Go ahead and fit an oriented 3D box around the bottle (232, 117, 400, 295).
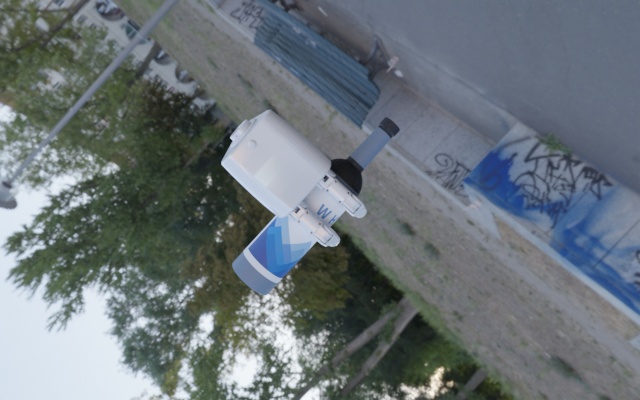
[{"bbox_3d":[0.000,0.002,0.665,0.069,0.296,0.069,42,3,-3],"label":"bottle"}]
